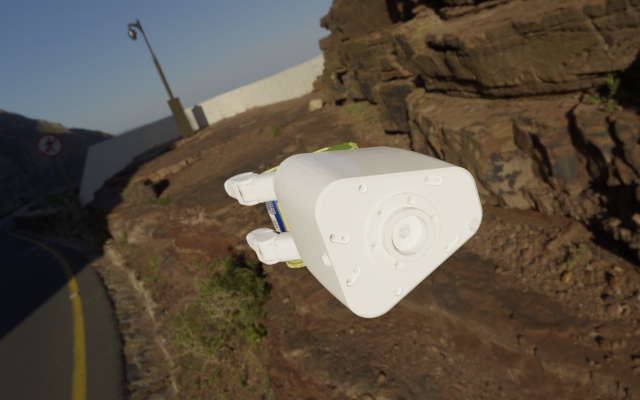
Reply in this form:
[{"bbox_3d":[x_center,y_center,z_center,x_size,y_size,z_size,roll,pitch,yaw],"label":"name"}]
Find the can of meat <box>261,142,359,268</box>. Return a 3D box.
[{"bbox_3d":[0.000,0.001,0.444,0.102,0.084,0.057,-22,17,-8],"label":"can of meat"}]
